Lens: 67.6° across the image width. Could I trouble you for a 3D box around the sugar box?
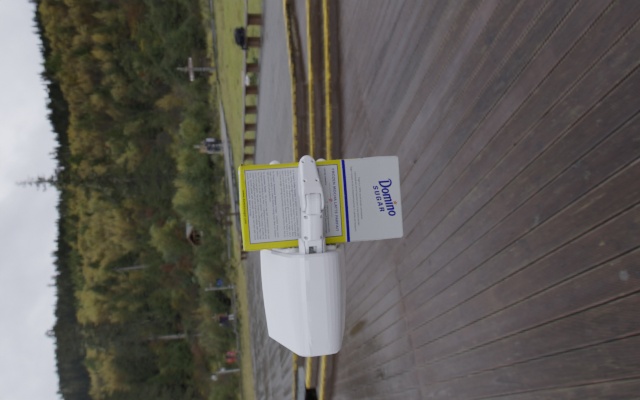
[{"bbox_3d":[0.000,0.002,0.531,0.176,0.093,0.048,-4,1,-11],"label":"sugar box"}]
